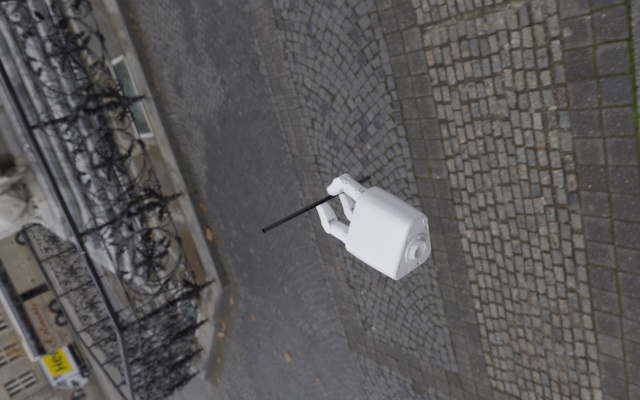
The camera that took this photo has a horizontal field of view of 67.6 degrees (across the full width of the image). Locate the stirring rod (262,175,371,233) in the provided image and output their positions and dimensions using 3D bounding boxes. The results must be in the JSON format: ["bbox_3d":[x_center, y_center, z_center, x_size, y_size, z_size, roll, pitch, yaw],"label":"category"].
[{"bbox_3d":[0.000,0.003,0.820,0.239,0.011,0.011,-27,15,-33],"label":"stirring rod"}]
